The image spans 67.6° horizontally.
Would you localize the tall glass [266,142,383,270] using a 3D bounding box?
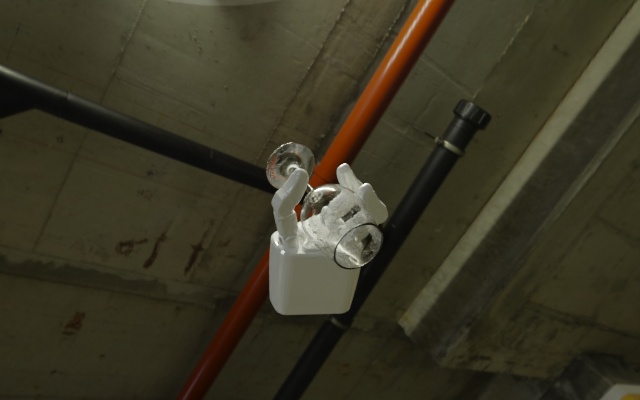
[{"bbox_3d":[0.000,0.001,0.597,0.079,0.079,0.201,0,30,-29],"label":"tall glass"}]
